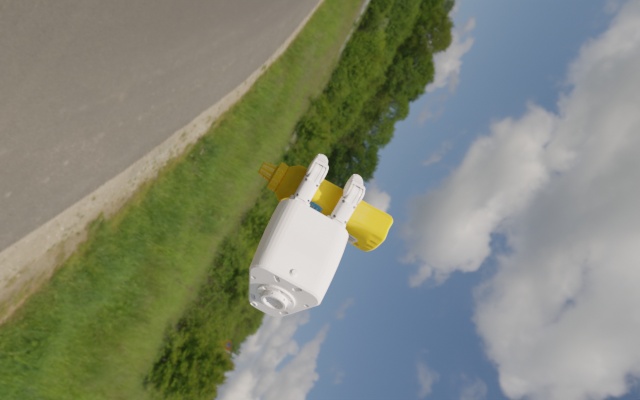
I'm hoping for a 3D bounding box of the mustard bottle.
[{"bbox_3d":[0.000,0.002,0.667,0.191,0.058,0.096,30,-15,-7],"label":"mustard bottle"}]
